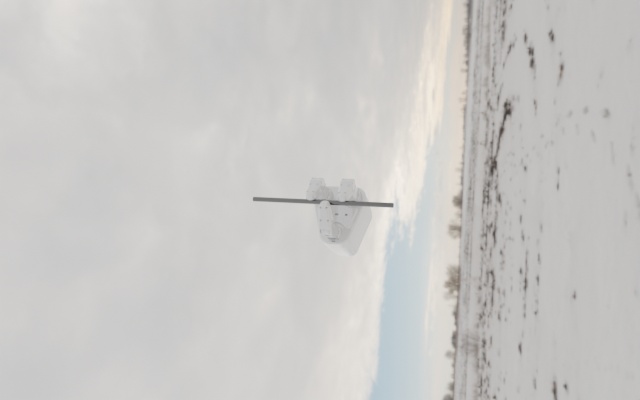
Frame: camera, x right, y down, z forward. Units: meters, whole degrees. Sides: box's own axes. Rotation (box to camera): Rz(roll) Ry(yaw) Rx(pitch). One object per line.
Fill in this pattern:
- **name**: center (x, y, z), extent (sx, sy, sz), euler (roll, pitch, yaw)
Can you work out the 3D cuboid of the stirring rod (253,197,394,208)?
- **stirring rod**: center (0.000, 0.003, 0.789), extent (0.239, 0.011, 0.011), euler (3, 1, 16)
